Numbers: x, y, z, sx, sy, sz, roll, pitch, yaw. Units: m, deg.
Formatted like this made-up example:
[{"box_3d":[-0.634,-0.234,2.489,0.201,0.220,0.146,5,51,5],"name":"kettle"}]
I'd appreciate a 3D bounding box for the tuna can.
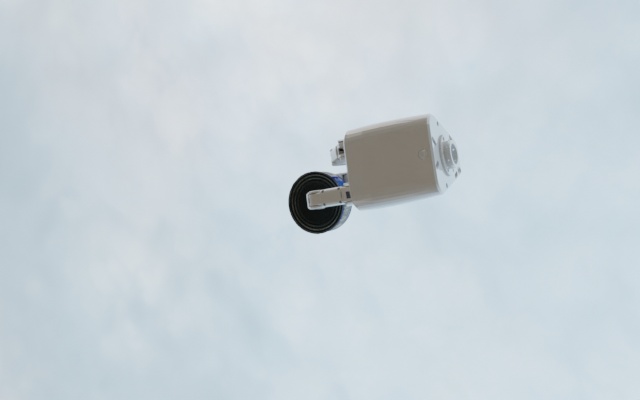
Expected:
[{"box_3d":[0.000,0.002,0.663,0.086,0.086,0.034,0,3,28],"name":"tuna can"}]
